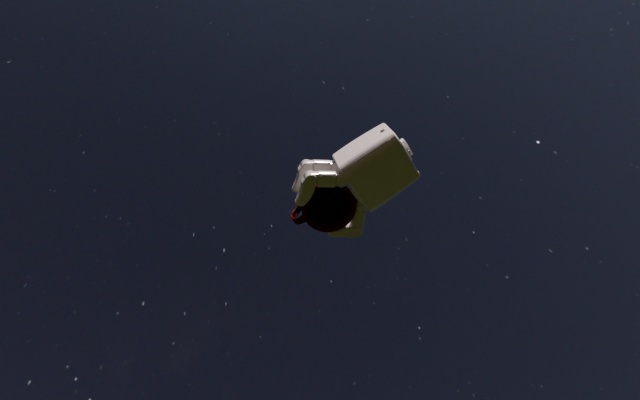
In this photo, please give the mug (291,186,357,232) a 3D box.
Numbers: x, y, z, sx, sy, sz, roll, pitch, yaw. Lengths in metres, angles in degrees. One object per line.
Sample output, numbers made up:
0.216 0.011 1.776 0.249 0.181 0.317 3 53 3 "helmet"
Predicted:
-0.001 0.003 0.836 0.117 0.093 0.081 -33 24 8 "mug"
